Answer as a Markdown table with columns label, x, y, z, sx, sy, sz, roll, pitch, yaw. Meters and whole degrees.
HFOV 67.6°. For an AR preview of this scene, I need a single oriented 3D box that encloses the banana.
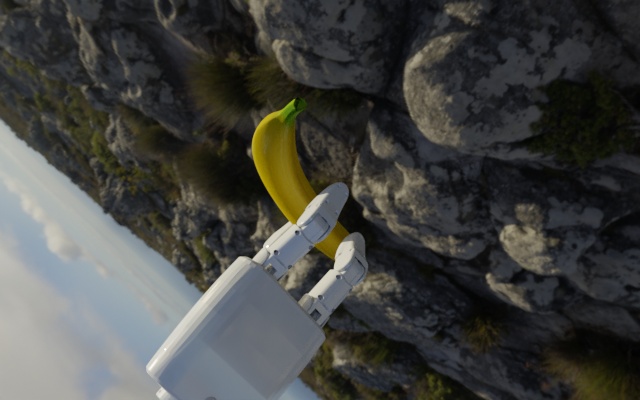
| label | x | y | z | sx | sy | sz | roll | pitch | yaw |
| --- | --- | --- | --- | --- | --- | --- | --- | --- | --- |
| banana | -0.015 | -0.005 | 0.436 | 0.069 | 0.198 | 0.037 | 16 | 54 | 39 |
